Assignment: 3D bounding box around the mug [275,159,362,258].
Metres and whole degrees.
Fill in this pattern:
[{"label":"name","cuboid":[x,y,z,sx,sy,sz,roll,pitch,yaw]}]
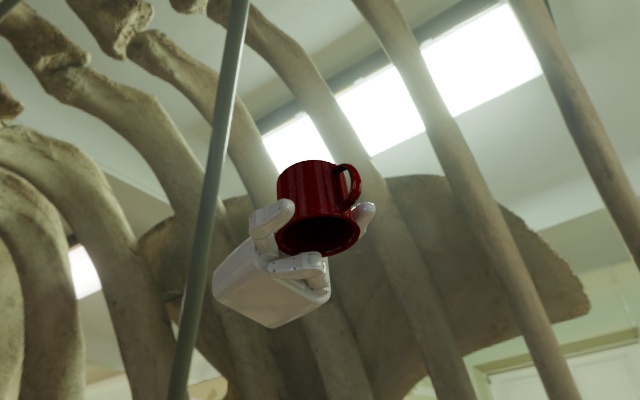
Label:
[{"label":"mug","cuboid":[0.001,0.001,0.529,0.093,0.081,0.117,20,-43,-33]}]
